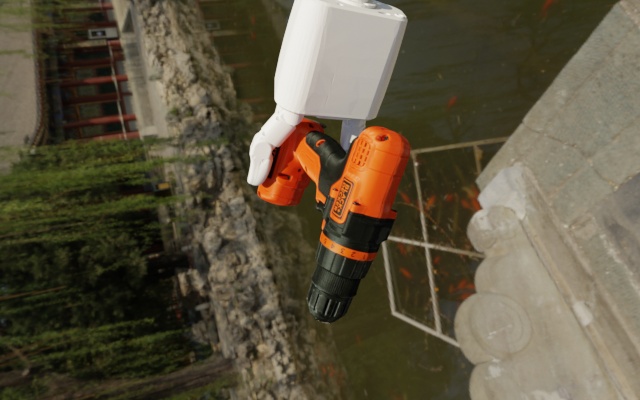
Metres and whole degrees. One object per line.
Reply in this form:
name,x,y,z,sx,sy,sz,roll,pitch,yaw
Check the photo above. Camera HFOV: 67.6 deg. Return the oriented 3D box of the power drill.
power drill,0.000,0.001,0.478,0.057,0.184,0.187,12,15,-34
